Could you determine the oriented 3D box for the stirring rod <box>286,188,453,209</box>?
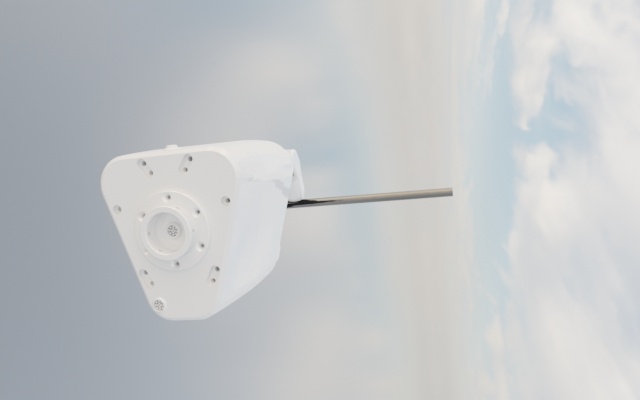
[{"bbox_3d":[0.000,0.002,0.449,0.239,0.011,0.011,-4,-1,12],"label":"stirring rod"}]
